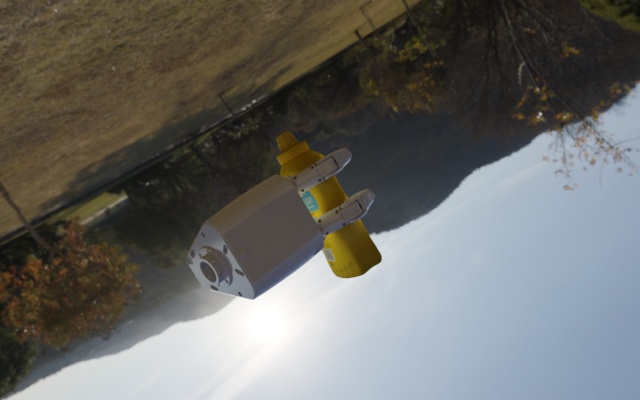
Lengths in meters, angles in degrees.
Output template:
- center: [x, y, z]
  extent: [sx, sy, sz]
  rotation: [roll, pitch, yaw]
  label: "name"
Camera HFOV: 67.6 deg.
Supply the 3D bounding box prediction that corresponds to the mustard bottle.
- center: [0.000, 0.002, 0.589]
  extent: [0.058, 0.191, 0.096]
  rotation: [-32, 6, -17]
  label: "mustard bottle"
